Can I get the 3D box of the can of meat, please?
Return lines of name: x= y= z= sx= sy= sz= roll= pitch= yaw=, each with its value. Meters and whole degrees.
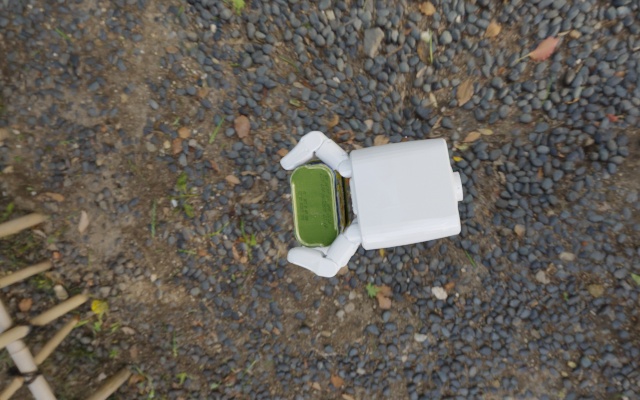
can of meat: x=0.000 y=0.002 z=0.580 sx=0.057 sy=0.102 sz=0.084 roll=-4 pitch=7 yaw=10
